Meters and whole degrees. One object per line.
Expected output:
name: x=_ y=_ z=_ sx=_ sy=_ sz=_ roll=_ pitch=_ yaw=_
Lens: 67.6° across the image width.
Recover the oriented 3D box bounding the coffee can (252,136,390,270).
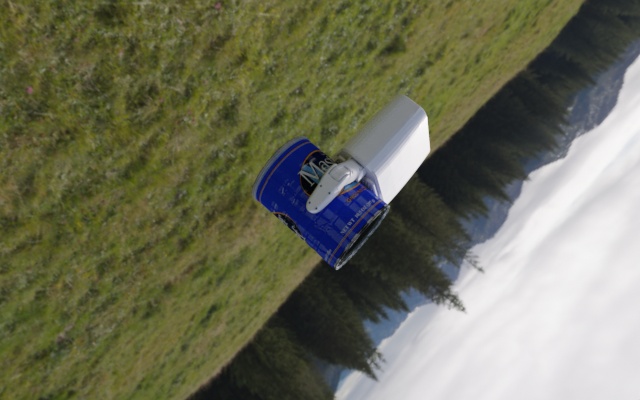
coffee can: x=0.000 y=0.002 z=0.596 sx=0.140 sy=0.103 sz=0.103 roll=40 pitch=10 yaw=12
